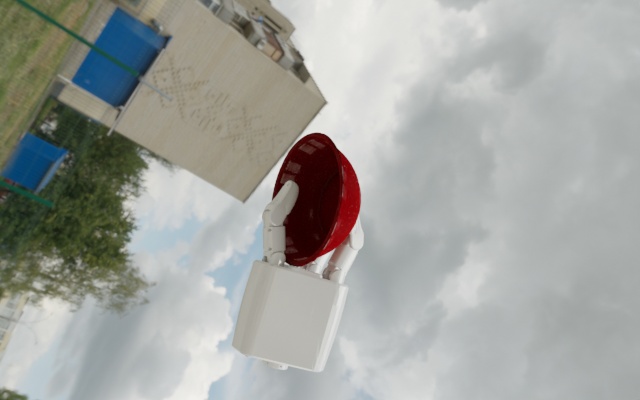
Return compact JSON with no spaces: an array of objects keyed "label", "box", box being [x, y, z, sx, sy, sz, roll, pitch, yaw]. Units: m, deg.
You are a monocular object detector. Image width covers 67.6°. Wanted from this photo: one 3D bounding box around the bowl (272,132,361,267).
[{"label":"bowl","box":[0.001,0.001,0.580,0.055,0.162,0.162,10,-6,-32]}]
